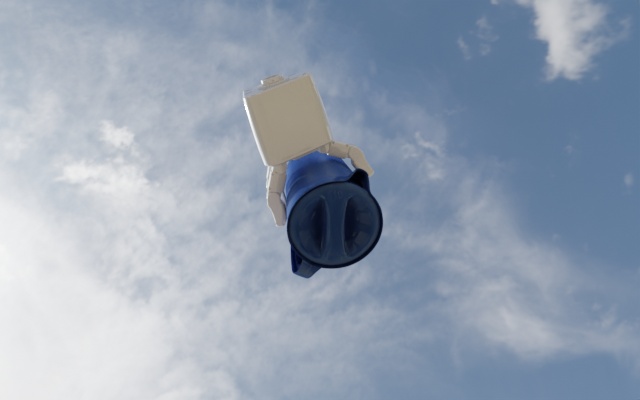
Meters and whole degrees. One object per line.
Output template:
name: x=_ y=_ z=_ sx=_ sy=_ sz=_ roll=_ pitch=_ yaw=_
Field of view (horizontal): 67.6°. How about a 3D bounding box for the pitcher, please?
pitcher: x=0.000 y=0.002 z=0.756 sx=0.149 sy=0.145 sz=0.242 roll=-20 pitch=23 yaw=0
